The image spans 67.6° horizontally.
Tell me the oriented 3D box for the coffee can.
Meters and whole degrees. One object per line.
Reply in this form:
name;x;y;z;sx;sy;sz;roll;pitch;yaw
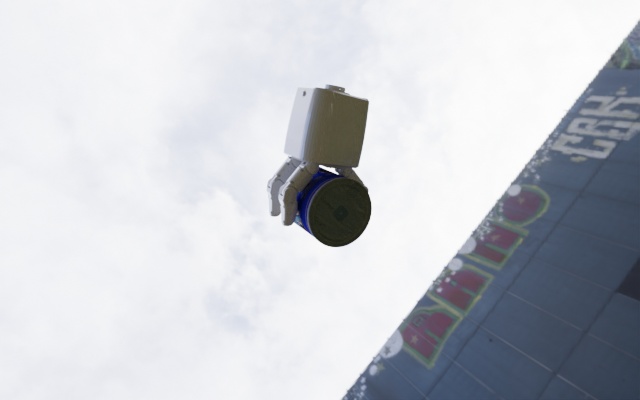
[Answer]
coffee can;0.000;0.003;0.740;0.103;0.103;0.140;0;14;-26
